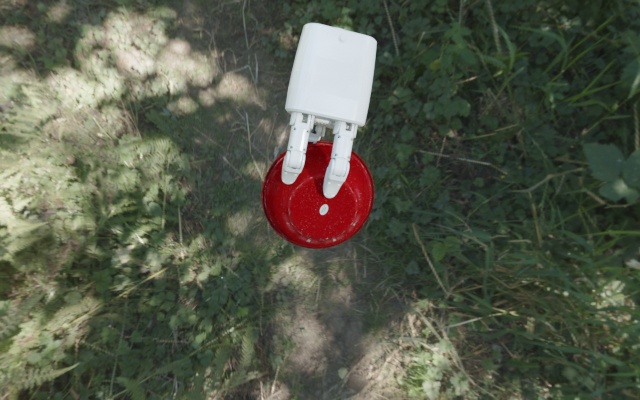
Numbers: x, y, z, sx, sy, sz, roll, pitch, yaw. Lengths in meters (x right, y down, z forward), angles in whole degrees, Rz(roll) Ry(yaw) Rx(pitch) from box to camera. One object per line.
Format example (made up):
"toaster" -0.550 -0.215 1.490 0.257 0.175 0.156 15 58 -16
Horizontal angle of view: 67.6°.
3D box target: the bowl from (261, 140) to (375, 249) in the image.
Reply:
"bowl" 0.000 0.004 0.654 0.162 0.162 0.055 0 18 -7
